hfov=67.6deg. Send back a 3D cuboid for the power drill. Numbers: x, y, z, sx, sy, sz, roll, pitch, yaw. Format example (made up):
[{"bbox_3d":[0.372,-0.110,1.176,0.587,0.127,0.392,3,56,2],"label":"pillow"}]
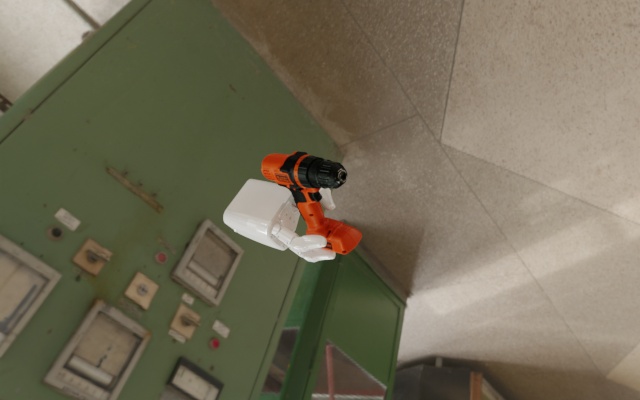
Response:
[{"bbox_3d":[0.000,0.003,0.793,0.184,0.188,0.057,14,50,48],"label":"power drill"}]
